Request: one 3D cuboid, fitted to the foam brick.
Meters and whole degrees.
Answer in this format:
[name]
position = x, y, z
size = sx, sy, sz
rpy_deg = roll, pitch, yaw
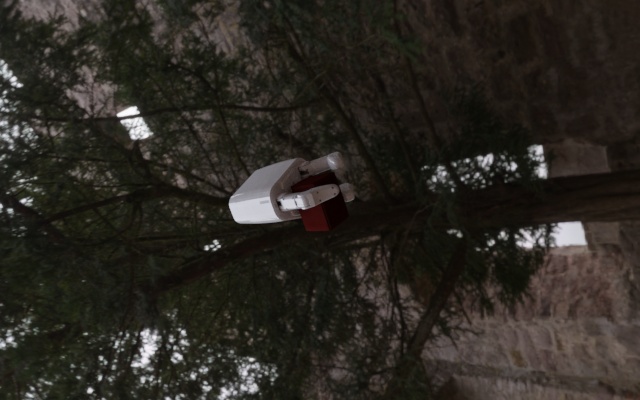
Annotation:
[foam brick]
position = 0.000, 0.003, 0.735
size = 0.051, 0.078, 0.053
rpy_deg = -8, 16, 41
